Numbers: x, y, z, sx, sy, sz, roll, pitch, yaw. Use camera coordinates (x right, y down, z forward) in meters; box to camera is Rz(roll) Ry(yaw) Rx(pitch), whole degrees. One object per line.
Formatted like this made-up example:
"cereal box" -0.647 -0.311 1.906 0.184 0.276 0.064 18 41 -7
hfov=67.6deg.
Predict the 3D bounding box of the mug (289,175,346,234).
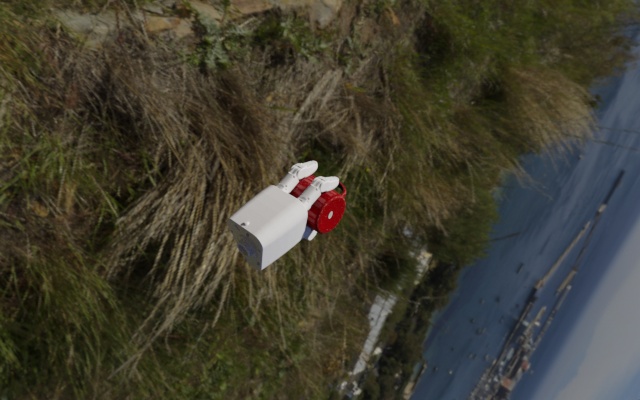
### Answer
"mug" 0.001 0.002 0.899 0.081 0.093 0.117 32 56 32
